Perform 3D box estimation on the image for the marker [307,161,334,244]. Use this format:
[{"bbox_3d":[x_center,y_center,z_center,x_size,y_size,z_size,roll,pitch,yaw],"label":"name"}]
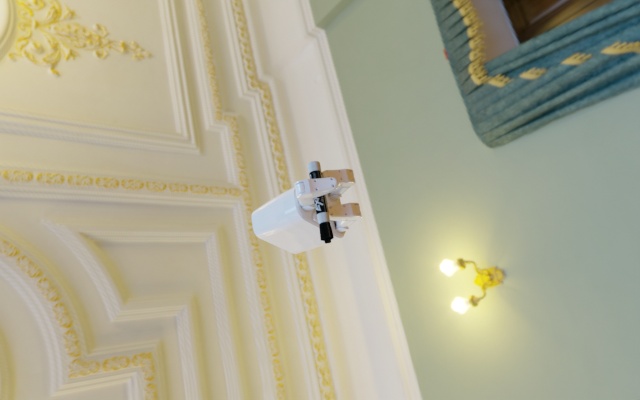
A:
[{"bbox_3d":[0.000,0.002,0.675,0.020,0.121,0.020,-9,-19,-3],"label":"marker"}]
